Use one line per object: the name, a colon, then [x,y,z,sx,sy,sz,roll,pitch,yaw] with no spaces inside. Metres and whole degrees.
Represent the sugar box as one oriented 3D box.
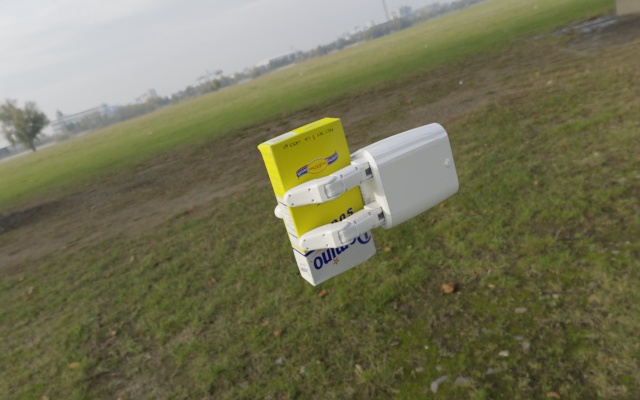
sugar box: [0.000,0.002,0.560,0.093,0.176,0.048,-24,18,-19]
